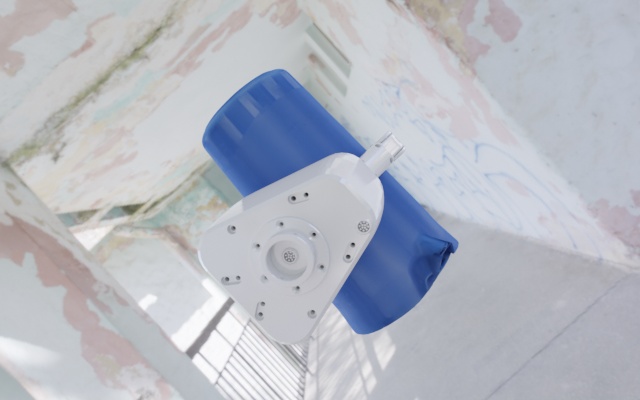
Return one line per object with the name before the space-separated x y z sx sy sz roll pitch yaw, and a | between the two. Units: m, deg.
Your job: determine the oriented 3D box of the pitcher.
pitcher | 0.000 0.002 0.467 0.149 0.243 0.145 -42 3 13
